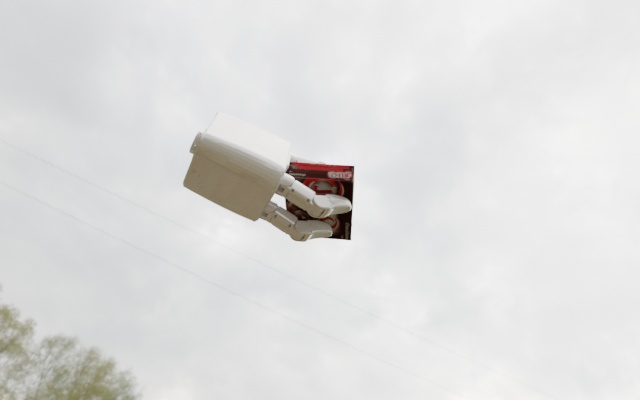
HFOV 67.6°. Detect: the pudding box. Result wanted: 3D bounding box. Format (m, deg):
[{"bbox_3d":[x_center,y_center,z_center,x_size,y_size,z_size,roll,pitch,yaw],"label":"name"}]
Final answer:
[{"bbox_3d":[0.000,0.002,0.647,0.090,0.114,0.039,4,45,7],"label":"pudding box"}]
